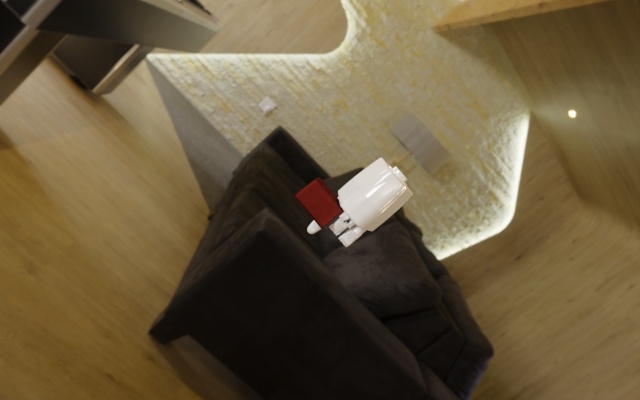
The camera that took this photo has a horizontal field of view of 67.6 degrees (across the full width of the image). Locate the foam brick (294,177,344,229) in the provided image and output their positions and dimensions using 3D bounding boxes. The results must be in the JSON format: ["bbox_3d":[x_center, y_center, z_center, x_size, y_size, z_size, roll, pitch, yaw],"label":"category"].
[{"bbox_3d":[0.000,0.003,0.870,0.051,0.078,0.053,-41,-1,13],"label":"foam brick"}]
